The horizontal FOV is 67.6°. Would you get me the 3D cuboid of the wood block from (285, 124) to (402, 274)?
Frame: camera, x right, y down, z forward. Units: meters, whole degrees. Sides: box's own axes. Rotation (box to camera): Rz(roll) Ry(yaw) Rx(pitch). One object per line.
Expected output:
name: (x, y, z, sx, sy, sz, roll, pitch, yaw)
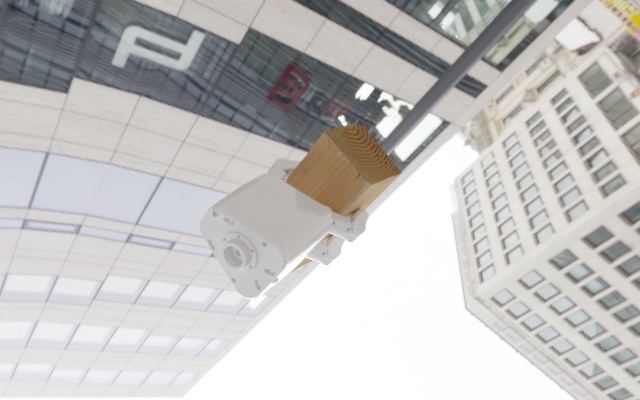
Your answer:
wood block: (0.000, 0.002, 0.657, 0.090, 0.091, 0.206, -21, -22, -52)
